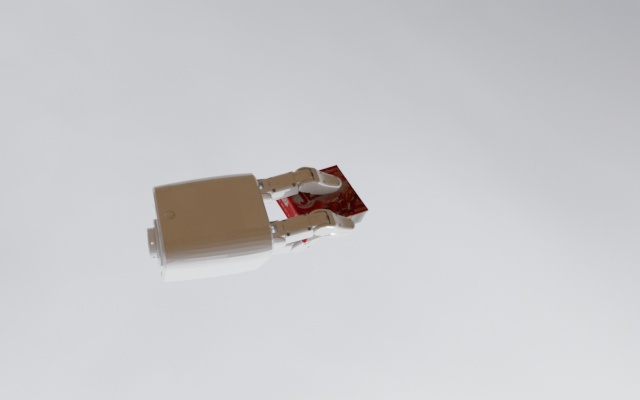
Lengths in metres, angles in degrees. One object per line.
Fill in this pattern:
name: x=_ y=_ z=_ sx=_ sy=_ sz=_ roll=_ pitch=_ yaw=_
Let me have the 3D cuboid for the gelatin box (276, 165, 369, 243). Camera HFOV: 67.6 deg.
gelatin box: x=0.000 y=0.002 z=0.559 sx=0.089 sy=0.073 sz=0.030 roll=-18 pitch=-28 yaw=-32
